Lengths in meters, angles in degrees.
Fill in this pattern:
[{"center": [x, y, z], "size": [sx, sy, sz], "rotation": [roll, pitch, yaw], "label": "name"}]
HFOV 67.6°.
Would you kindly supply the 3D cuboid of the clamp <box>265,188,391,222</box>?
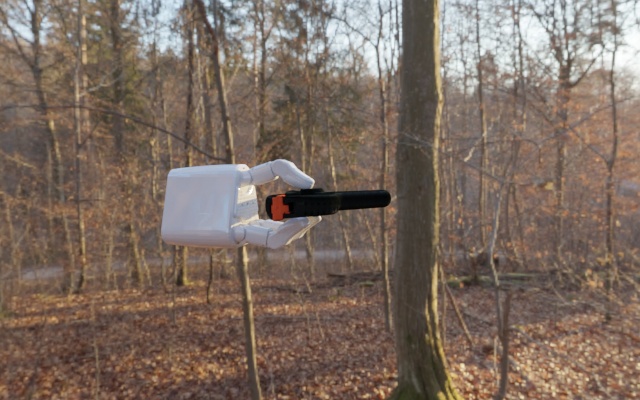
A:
[{"center": [0.000, 0.001, 0.620], "size": [0.164, 0.036, 0.210], "rotation": [-1, 3, 15], "label": "clamp"}]
